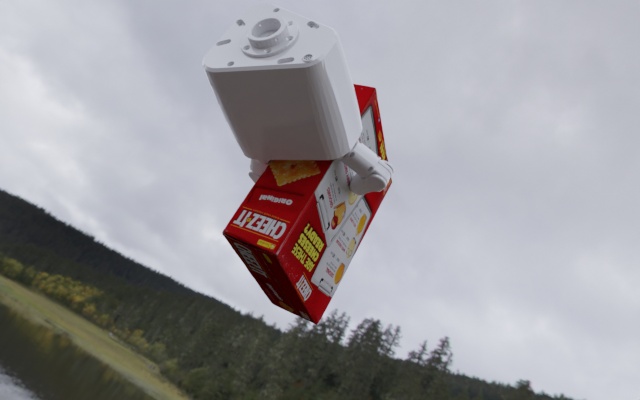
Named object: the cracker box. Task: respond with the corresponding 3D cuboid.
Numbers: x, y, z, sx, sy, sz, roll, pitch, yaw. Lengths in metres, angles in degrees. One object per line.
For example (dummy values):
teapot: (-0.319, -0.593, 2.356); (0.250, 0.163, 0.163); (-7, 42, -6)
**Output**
cracker box: (0.000, 0.002, 0.525); (0.072, 0.213, 0.164); (18, -29, 26)
